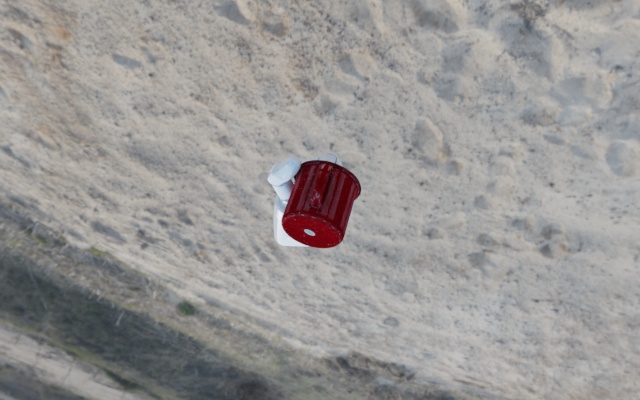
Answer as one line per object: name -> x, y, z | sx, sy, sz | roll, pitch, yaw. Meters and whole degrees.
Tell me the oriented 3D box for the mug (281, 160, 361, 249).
mug -> 0.000, 0.001, 0.603 | 0.093, 0.081, 0.117 | 16, -33, 3
